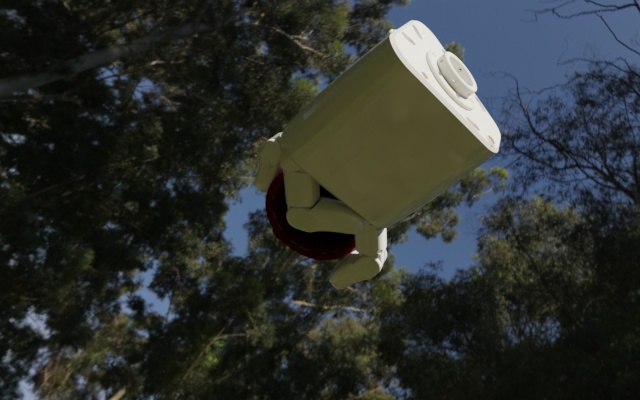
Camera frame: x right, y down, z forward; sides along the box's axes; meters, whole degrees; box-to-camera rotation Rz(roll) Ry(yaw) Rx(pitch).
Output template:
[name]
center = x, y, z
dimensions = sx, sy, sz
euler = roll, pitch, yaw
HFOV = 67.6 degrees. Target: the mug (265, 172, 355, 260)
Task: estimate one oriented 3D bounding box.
[mug]
center = -0.001, 0.002, 0.457
dimensions = 0.117, 0.093, 0.081
euler = -37, 8, 36
